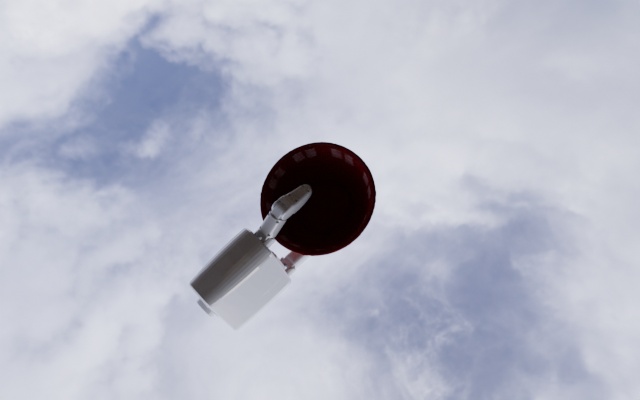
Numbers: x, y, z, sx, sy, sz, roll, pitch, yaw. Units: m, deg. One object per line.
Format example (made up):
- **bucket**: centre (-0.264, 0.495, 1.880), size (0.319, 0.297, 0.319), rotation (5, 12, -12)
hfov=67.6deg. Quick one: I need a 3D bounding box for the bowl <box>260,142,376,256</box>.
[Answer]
- **bowl**: centre (0.001, 0.002, 0.670), size (0.162, 0.162, 0.055), rotation (0, -16, 14)
